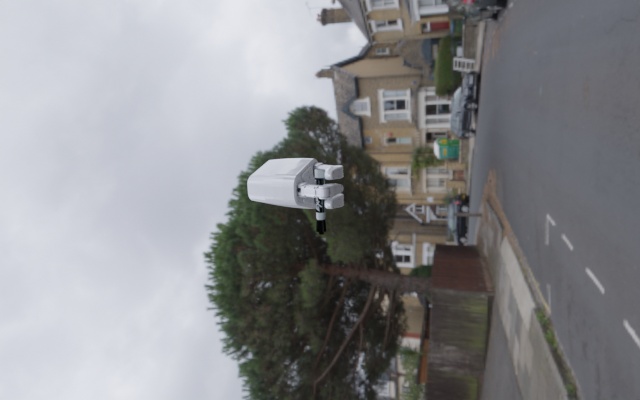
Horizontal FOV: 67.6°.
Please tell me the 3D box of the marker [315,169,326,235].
[{"bbox_3d":[0.000,0.003,0.875,0.020,0.121,0.020,-1,10,0],"label":"marker"}]
